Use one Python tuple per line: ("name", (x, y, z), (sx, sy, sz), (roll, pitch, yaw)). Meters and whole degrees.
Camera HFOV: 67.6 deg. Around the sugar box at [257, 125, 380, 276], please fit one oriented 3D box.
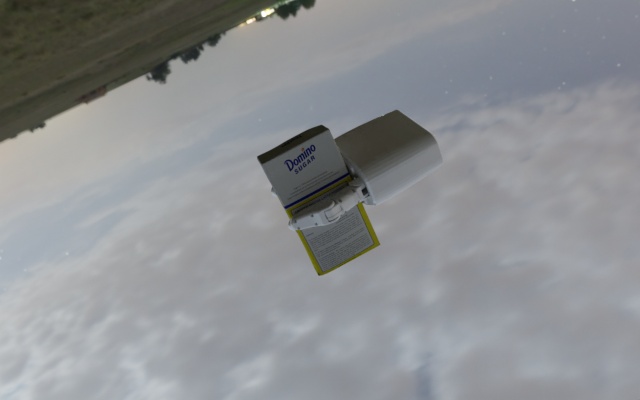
("sugar box", (0.000, 0.002, 0.607), (0.093, 0.176, 0.048), (-28, 23, -6))
